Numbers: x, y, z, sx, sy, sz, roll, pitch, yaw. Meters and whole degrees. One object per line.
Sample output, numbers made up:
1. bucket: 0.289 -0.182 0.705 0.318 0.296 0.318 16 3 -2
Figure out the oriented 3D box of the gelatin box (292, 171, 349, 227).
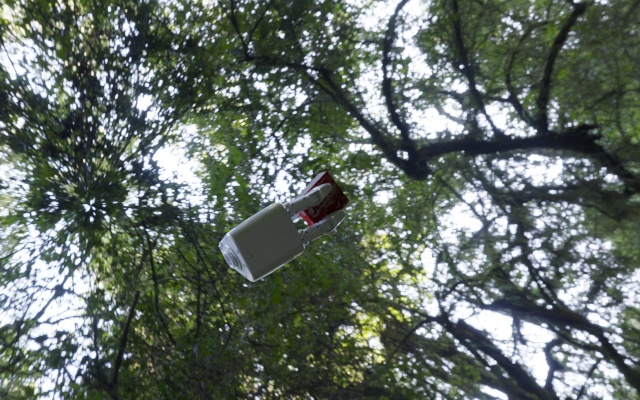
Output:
1. gelatin box: 0.000 0.003 0.863 0.089 0.073 0.030 -47 20 -27
